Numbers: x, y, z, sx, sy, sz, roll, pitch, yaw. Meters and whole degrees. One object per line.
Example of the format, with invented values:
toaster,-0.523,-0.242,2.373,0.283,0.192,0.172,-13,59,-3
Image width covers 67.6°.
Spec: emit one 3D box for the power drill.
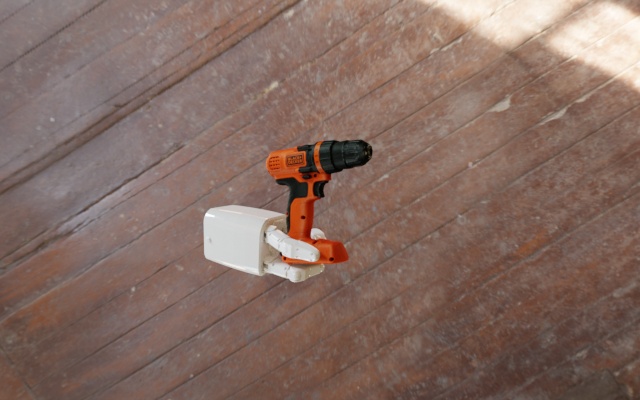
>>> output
power drill,0.000,0.003,0.739,0.184,0.187,0.057,-5,-4,34
